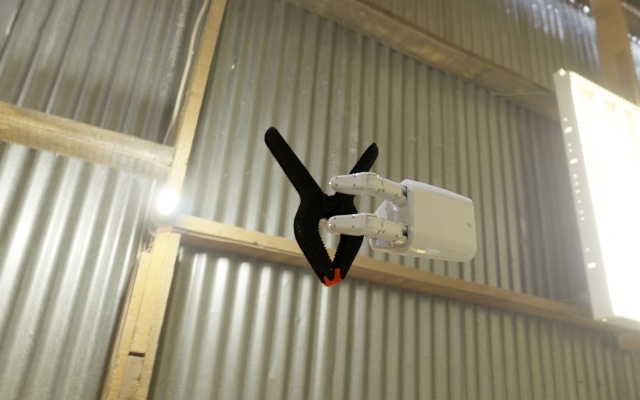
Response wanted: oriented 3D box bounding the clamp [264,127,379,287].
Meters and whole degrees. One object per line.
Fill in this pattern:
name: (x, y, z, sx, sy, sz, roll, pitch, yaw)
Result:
clamp: (0.000, 0.003, 0.612, 0.164, 0.210, 0.036, 12, -24, -20)
